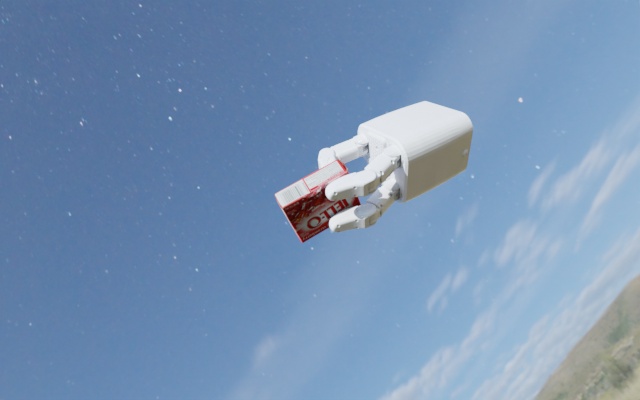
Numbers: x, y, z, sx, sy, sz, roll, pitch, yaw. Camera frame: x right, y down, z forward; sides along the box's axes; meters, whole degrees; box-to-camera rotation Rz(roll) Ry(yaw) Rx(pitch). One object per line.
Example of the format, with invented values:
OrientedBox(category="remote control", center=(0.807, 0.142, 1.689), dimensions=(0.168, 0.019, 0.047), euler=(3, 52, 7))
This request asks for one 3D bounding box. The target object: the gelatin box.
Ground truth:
OrientedBox(category="gelatin box", center=(0.000, 0.002, 0.574), dimensions=(0.089, 0.030, 0.073), euler=(-29, -42, -3))
